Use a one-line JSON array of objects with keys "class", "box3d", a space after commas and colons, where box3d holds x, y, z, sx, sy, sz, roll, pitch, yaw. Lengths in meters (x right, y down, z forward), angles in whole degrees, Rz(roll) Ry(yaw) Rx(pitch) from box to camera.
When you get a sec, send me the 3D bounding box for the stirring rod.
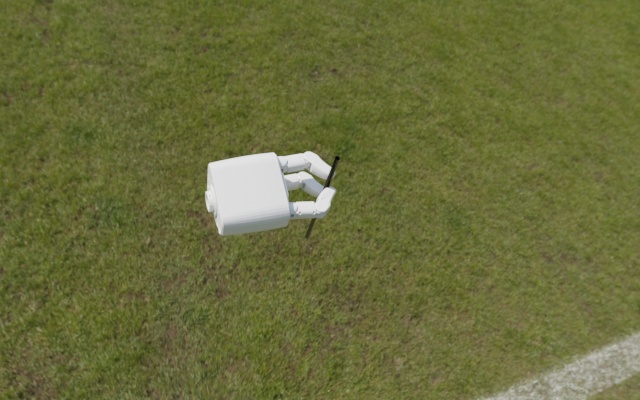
[{"class": "stirring rod", "box3d": [0.000, 0.003, 0.817, 0.011, 0.011, 0.240, 0, -34, -15]}]
